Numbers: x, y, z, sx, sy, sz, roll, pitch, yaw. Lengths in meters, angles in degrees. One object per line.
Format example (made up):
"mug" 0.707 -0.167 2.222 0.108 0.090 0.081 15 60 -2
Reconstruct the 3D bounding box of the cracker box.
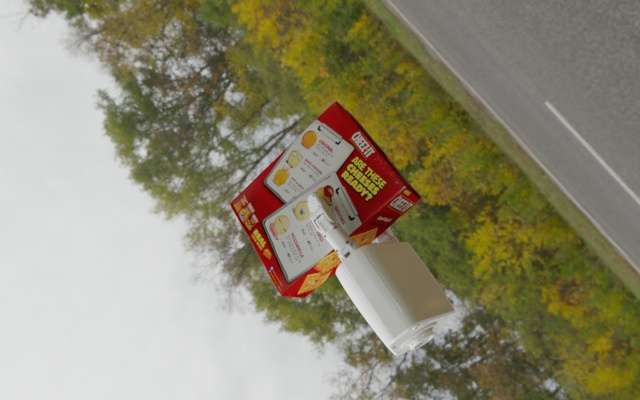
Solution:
"cracker box" 0.000 0.002 0.644 0.214 0.164 0.072 -42 -29 14
